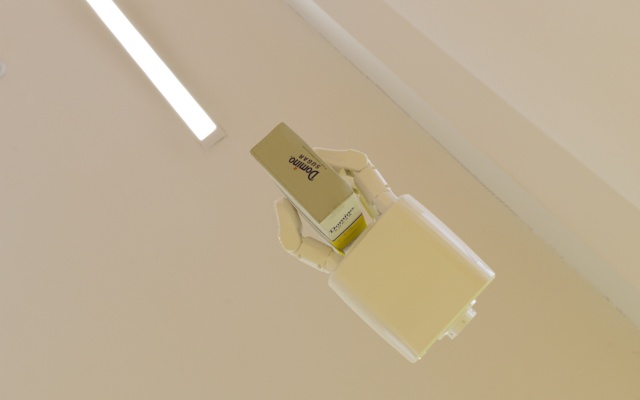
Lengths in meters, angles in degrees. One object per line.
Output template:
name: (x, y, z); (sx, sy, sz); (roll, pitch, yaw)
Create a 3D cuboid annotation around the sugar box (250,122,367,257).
sugar box: (0.001, 0.001, 0.467); (0.093, 0.048, 0.176); (45, -7, 20)
